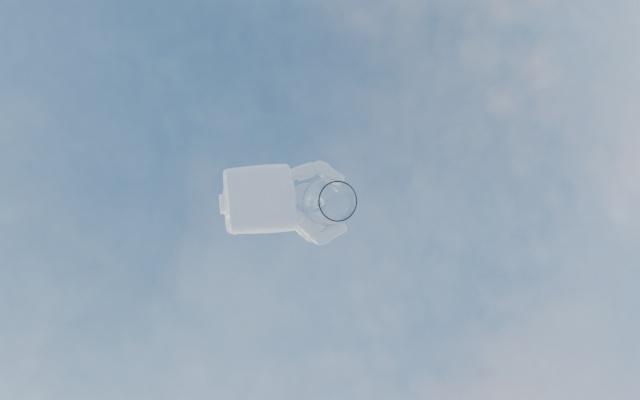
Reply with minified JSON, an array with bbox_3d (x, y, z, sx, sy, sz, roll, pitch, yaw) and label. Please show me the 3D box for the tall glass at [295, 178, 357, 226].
[{"bbox_3d":[0.000,0.003,0.811,0.079,0.079,0.201,0,-1,-16],"label":"tall glass"}]
